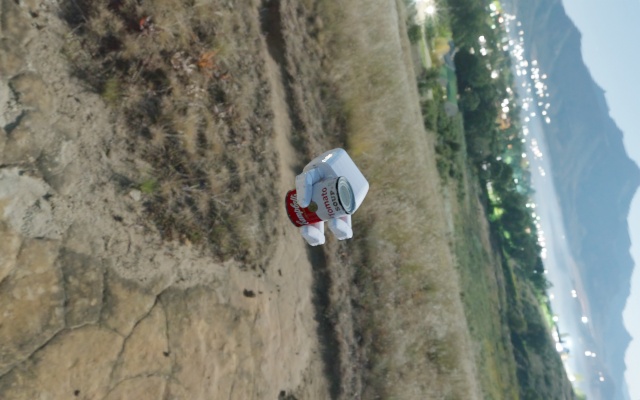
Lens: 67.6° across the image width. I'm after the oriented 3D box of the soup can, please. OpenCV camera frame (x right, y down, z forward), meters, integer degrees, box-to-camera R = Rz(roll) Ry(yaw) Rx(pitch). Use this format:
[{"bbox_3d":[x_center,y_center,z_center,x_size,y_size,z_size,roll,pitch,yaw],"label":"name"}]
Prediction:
[{"bbox_3d":[0.000,0.003,0.812,0.102,0.068,0.068,-15,-7,26],"label":"soup can"}]
